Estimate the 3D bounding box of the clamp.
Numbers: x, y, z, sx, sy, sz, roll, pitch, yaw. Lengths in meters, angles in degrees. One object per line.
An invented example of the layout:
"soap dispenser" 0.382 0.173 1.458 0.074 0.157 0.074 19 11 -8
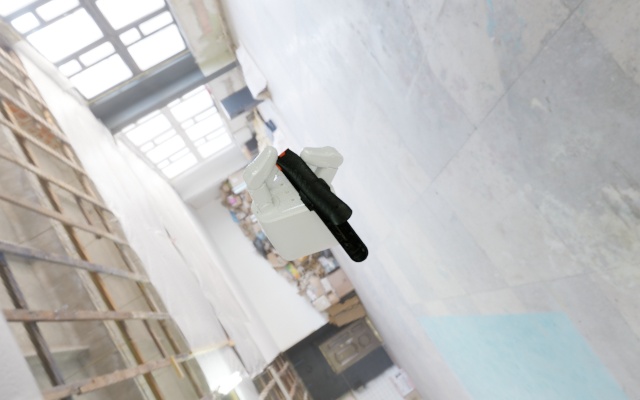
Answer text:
"clamp" -0.001 0.002 0.581 0.039 0.120 0.171 -31 48 -9
